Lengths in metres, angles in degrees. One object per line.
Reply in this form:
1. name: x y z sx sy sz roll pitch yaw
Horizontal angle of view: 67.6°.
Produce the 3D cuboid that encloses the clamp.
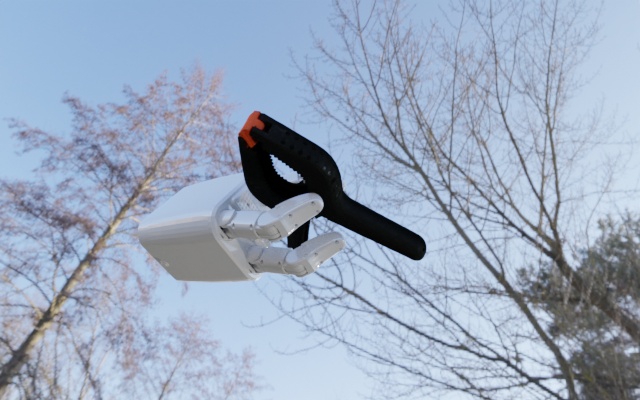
1. clamp: 0.000 0.001 0.459 0.164 0.036 0.210 -7 -47 28
